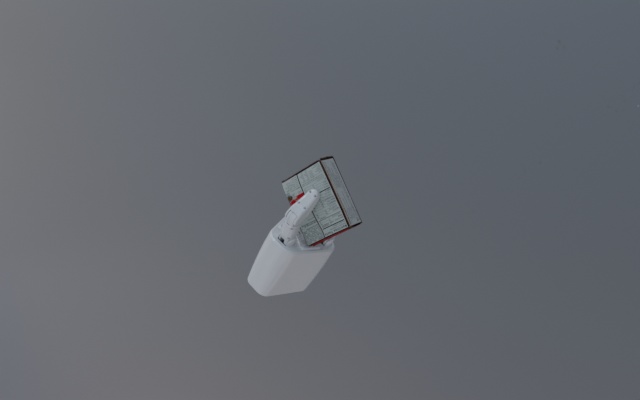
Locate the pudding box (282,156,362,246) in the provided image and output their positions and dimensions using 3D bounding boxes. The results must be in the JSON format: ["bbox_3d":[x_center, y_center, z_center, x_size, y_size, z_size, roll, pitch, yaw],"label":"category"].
[{"bbox_3d":[0.000,0.002,0.721,0.090,0.113,0.039,-27,-5,37],"label":"pudding box"}]
